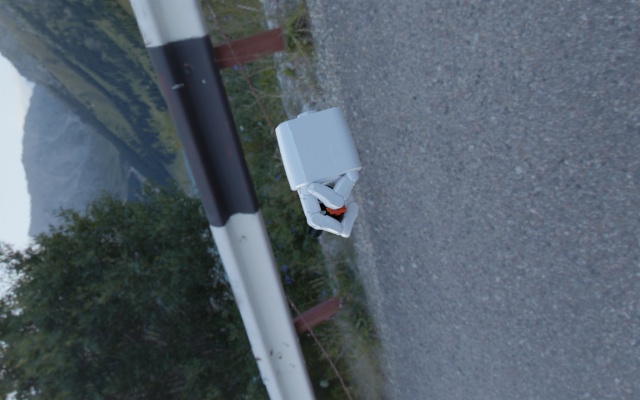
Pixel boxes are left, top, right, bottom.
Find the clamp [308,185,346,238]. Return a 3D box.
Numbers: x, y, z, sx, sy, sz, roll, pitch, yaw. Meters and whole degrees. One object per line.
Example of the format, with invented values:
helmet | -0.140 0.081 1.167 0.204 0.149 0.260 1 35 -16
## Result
clamp | 0.000 0.003 0.845 0.039 0.120 0.171 -16 -2 -20
